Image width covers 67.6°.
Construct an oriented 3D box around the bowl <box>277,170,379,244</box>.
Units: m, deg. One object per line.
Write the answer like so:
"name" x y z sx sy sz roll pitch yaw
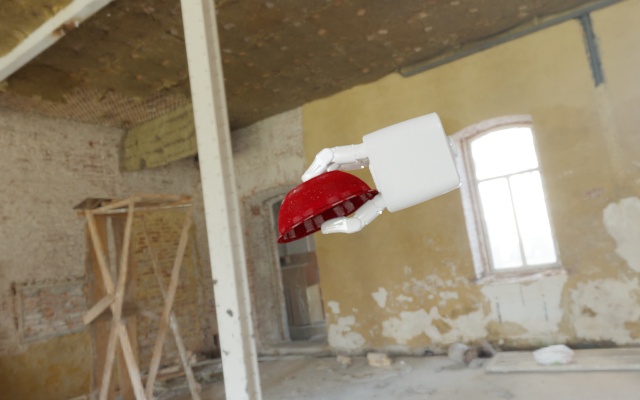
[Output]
"bowl" -0.001 0.002 0.684 0.162 0.055 0.162 -26 -10 -5
